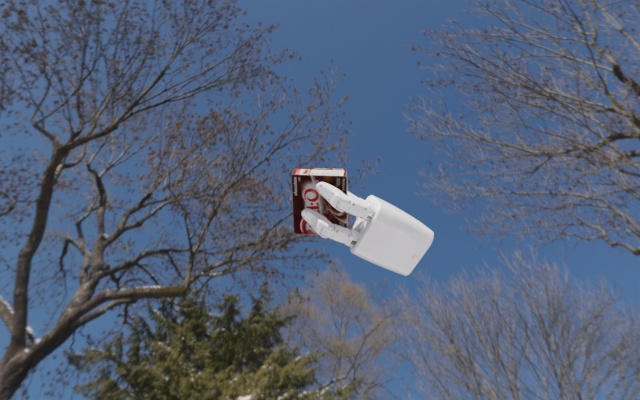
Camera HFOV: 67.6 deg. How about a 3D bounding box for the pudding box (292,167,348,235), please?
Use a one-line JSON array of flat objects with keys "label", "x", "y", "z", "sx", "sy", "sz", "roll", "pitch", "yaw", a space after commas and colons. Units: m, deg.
[{"label": "pudding box", "x": 0.000, "y": 0.003, "z": 0.794, "sx": 0.090, "sy": 0.113, "sz": 0.039, "roll": 2, "pitch": 24, "yaw": 6}]
